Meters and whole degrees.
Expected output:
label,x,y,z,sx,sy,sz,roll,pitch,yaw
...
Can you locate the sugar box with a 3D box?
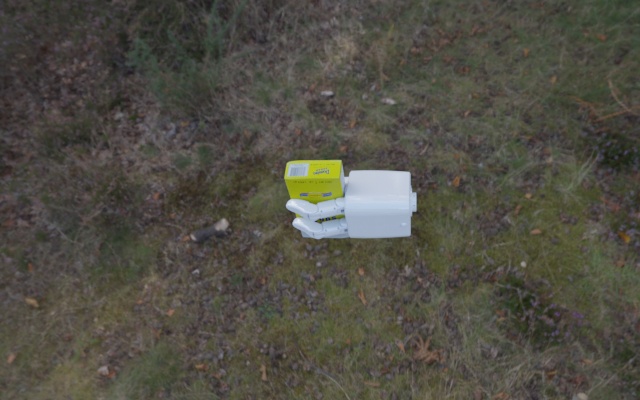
label,x,y,z,sx,sy,sz,roll,pitch,yaw
sugar box,0.000,0.003,0.836,0.093,0.048,0.176,0,-39,11
